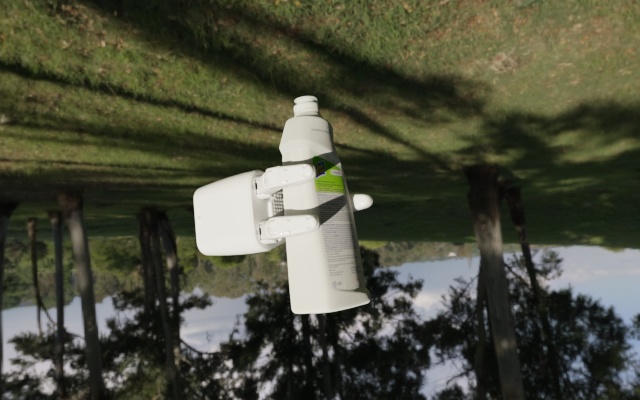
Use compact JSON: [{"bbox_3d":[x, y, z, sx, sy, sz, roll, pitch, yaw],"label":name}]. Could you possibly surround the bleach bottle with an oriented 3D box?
[{"bbox_3d":[0.000,0.002,0.571,0.068,0.251,0.102,-11,-9,35],"label":"bleach bottle"}]
